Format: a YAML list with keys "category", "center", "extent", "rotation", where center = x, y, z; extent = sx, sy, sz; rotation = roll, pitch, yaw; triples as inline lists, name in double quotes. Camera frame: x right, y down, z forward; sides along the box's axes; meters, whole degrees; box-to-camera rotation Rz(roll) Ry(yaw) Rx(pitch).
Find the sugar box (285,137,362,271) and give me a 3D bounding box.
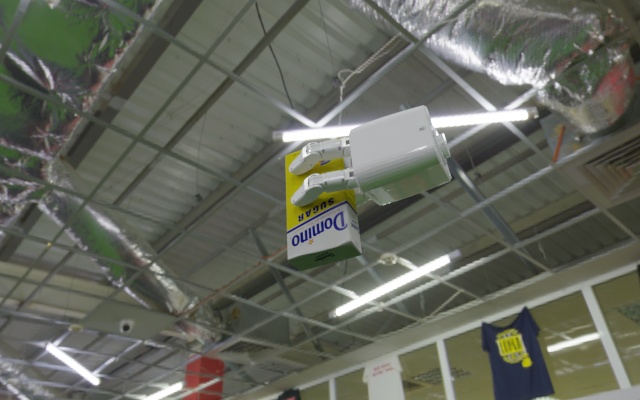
- category: "sugar box"
  center: [0.000, 0.002, 0.665]
  extent: [0.093, 0.176, 0.048]
  rotation: [-18, -38, 19]
